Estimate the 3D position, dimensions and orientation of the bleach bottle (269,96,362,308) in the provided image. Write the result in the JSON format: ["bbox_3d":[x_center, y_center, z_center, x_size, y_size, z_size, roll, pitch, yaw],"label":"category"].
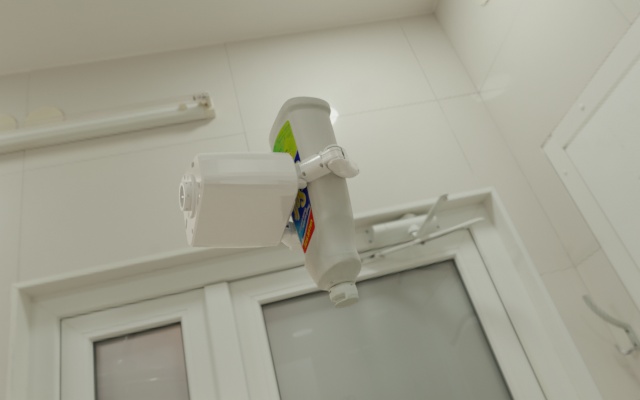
[{"bbox_3d":[0.000,0.002,0.572,0.068,0.250,0.103,-1,-32,-27],"label":"bleach bottle"}]
